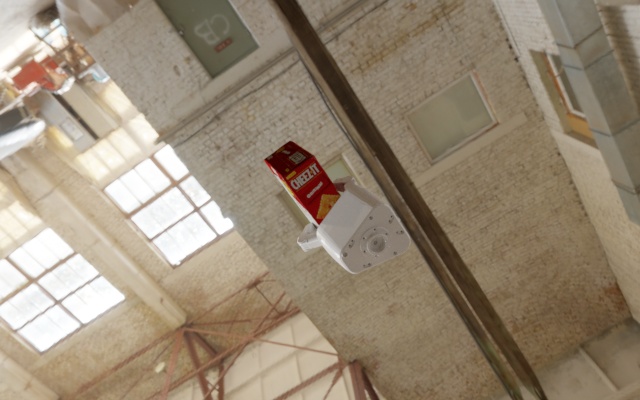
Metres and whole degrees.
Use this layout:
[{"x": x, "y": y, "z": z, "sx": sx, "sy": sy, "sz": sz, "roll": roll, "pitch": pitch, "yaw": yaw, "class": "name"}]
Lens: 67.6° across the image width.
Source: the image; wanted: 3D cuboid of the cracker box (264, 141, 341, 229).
[{"x": 0.000, "y": 0.003, "z": 0.862, "sx": 0.072, "sy": 0.214, "sz": 0.164, "roll": -38, "pitch": 23, "yaw": -5, "class": "cracker box"}]
